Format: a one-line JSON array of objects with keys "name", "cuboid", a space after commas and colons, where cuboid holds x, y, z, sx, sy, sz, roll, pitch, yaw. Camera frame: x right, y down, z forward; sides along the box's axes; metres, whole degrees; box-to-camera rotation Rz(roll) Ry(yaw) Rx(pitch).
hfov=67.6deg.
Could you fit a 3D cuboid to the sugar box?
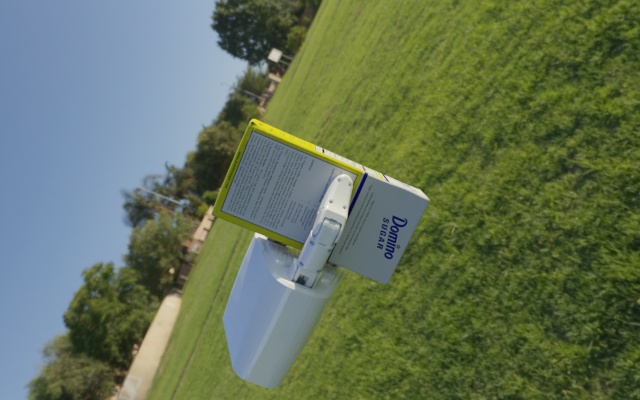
[{"name": "sugar box", "cuboid": [0.000, 0.001, 0.444, 0.176, 0.093, 0.048, 23, 13, -9]}]
